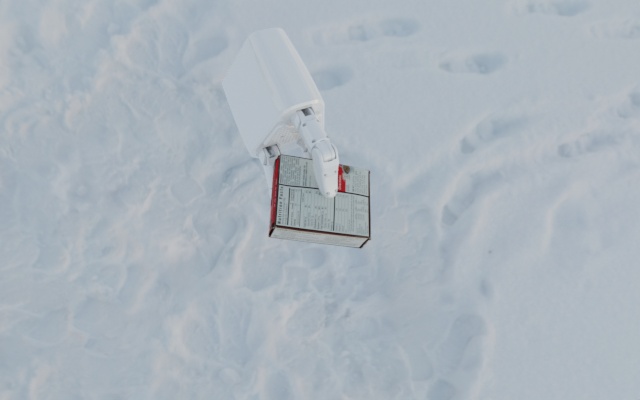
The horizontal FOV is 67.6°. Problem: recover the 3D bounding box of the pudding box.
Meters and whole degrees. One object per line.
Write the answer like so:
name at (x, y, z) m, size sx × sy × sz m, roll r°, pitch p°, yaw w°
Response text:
pudding box at (0.000, 0.002, 0.541) m, size 0.113 × 0.090 × 0.039 m, roll 8°, pitch -24°, yaw -12°
